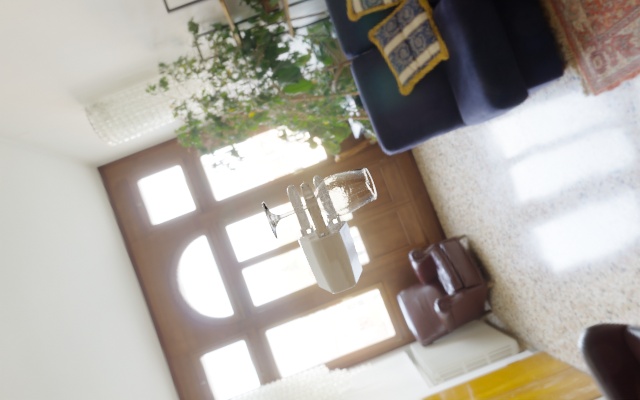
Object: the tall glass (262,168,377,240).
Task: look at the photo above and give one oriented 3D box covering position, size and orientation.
[{"bbox_3d":[-0.001,0.003,0.879,0.201,0.079,0.079,-21,0,-1],"label":"tall glass"}]
